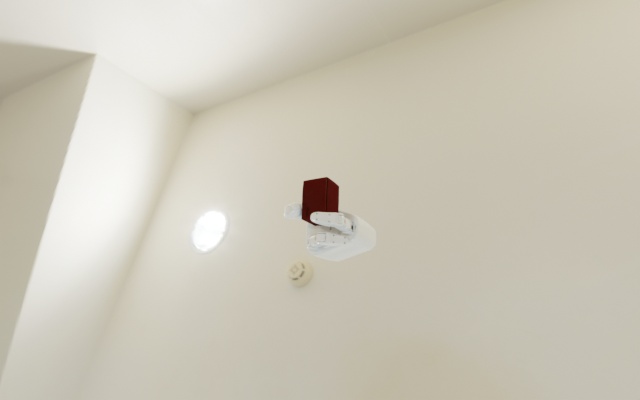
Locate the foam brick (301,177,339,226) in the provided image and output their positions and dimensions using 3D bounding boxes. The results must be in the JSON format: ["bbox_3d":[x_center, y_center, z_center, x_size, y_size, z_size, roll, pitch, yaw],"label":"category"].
[{"bbox_3d":[0.000,0.003,0.890,0.053,0.078,0.051,-6,-18,28],"label":"foam brick"}]
